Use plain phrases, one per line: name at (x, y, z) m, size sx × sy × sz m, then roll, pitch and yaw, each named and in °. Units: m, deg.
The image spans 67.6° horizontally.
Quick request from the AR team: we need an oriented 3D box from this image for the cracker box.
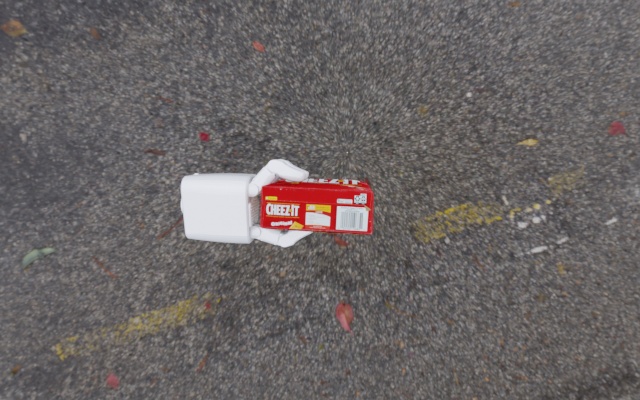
cracker box at (0.000, 0.003, 0.783) m, size 0.164 × 0.072 × 0.213 m, roll 3°, pitch 6°, yaw 3°
